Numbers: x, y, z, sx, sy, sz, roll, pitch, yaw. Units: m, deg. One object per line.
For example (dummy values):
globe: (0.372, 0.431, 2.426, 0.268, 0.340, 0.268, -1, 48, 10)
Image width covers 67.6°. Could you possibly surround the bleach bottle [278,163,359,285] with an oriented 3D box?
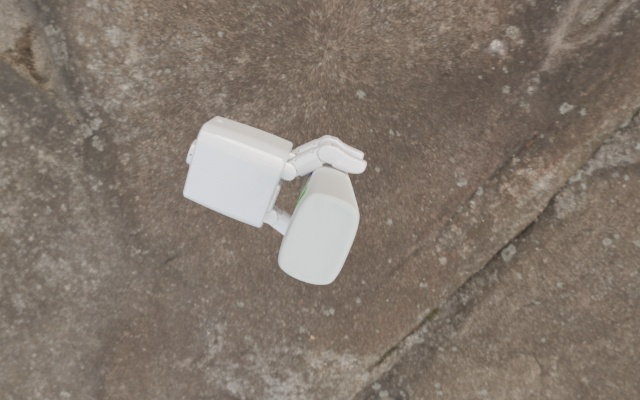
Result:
bleach bottle: (0.000, 0.002, 0.598, 0.068, 0.102, 0.250, 21, 16, -6)
